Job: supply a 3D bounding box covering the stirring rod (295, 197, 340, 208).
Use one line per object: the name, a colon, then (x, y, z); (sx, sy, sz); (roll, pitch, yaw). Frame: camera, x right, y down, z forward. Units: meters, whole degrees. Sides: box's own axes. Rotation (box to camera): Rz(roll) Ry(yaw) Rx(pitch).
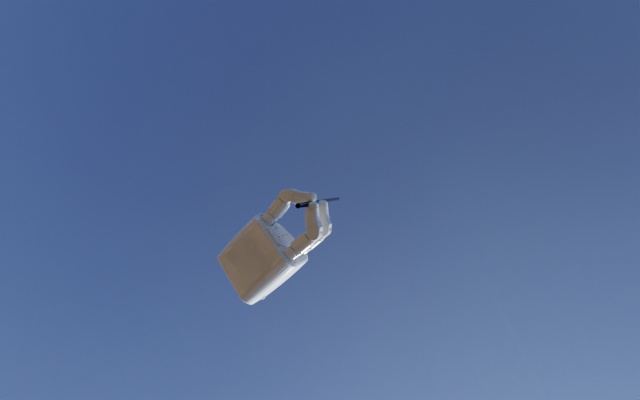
stirring rod: (0.000, 0.003, 0.815); (0.011, 0.011, 0.239); (0, 2, 16)
